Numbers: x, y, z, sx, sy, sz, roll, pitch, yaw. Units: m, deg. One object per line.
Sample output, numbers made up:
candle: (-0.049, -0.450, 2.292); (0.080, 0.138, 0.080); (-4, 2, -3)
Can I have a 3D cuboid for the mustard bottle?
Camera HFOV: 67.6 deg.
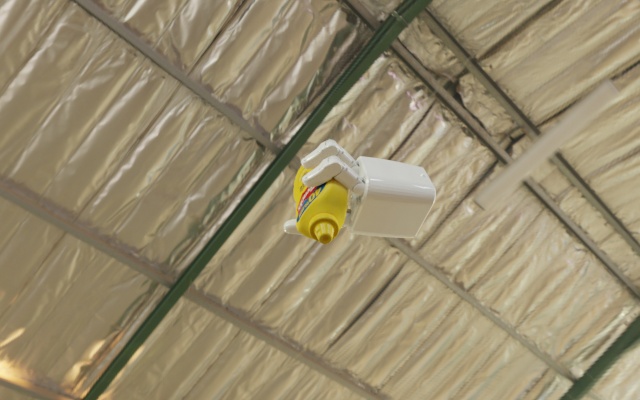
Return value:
mustard bottle: (0.000, 0.002, 0.702); (0.058, 0.096, 0.191); (31, 23, -21)
